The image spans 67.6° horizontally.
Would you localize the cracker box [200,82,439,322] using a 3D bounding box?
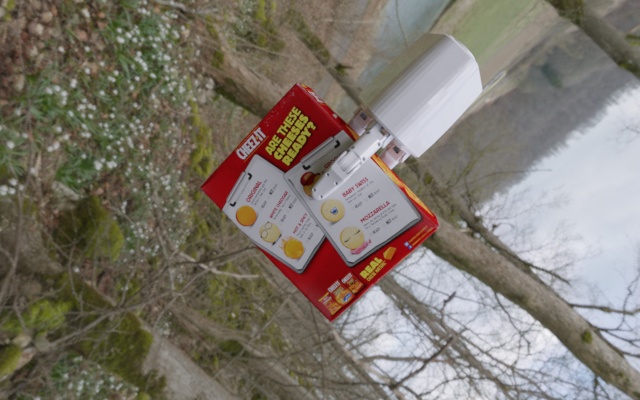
[{"bbox_3d":[0.000,0.002,0.544,0.164,0.213,0.072,-44,-1,14],"label":"cracker box"}]
